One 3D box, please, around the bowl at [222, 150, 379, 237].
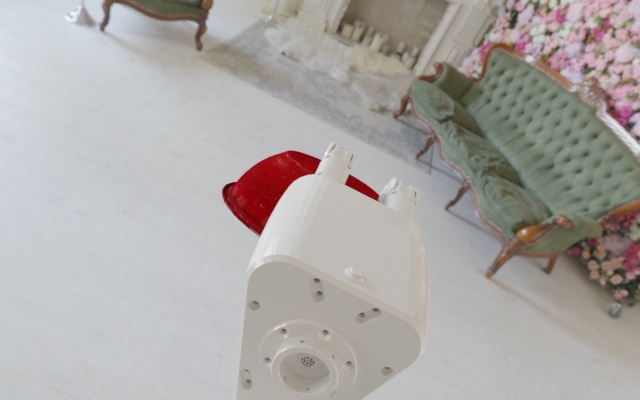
[{"bbox_3d":[0.000,0.001,0.415,0.162,0.055,0.162,26,13,-6],"label":"bowl"}]
